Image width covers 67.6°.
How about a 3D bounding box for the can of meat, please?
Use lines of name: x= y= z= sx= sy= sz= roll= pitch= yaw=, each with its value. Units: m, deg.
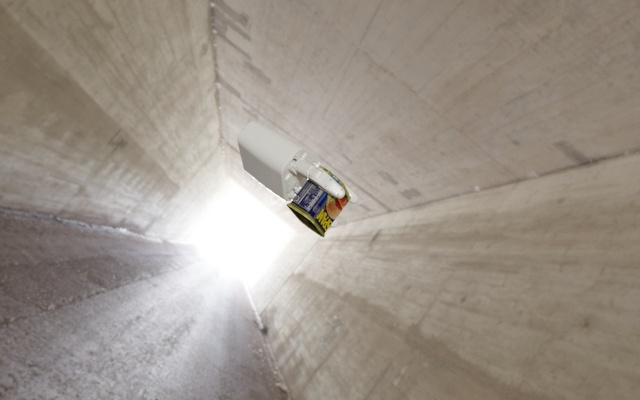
can of meat: x=0.000 y=0.002 z=0.791 sx=0.057 sy=0.084 sz=0.102 roll=32 pitch=-11 yaw=25
